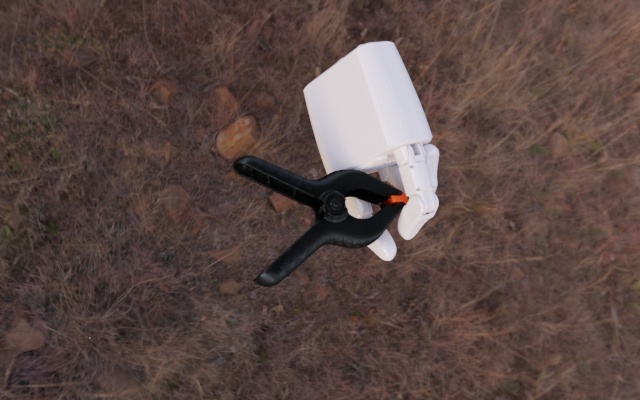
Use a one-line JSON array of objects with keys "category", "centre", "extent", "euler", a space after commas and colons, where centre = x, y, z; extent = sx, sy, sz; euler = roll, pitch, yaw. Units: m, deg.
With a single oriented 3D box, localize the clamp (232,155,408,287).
[{"category": "clamp", "centre": [0.000, 0.001, 0.451], "extent": [0.171, 0.120, 0.039], "euler": [-15, -8, -28]}]
